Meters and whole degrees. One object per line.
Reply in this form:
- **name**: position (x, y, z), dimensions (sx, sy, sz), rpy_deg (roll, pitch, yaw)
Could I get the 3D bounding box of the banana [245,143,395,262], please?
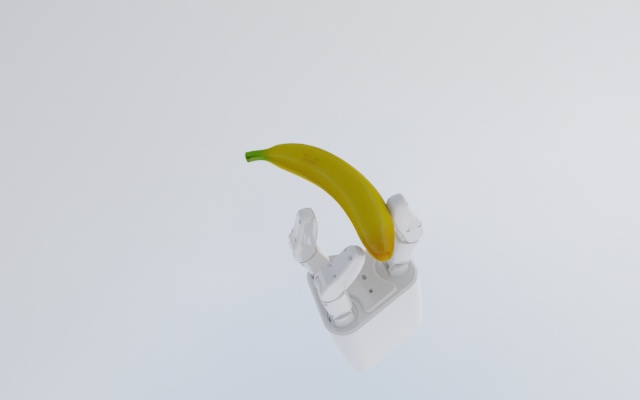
- **banana**: position (0.011, -0.011, 0.465), dimensions (0.069, 0.037, 0.197), rpy_deg (-39, 52, -22)
